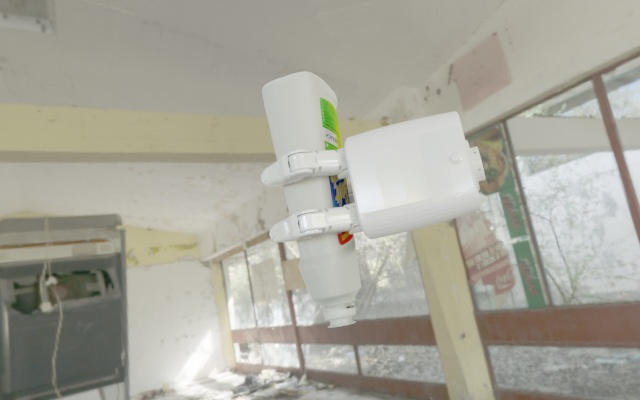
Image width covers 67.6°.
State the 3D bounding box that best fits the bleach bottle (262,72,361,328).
[{"bbox_3d":[0.000,0.002,0.497,0.068,0.250,0.102,-14,-11,17],"label":"bleach bottle"}]
